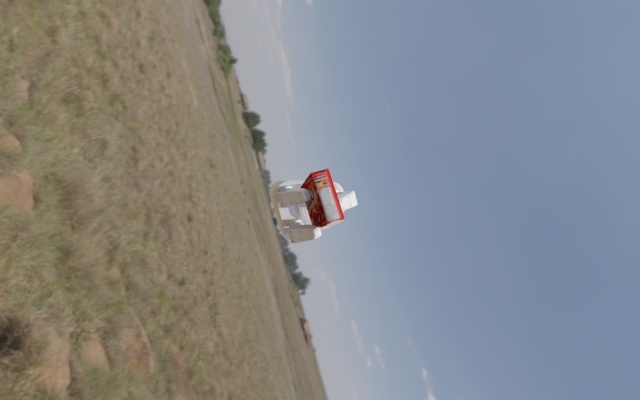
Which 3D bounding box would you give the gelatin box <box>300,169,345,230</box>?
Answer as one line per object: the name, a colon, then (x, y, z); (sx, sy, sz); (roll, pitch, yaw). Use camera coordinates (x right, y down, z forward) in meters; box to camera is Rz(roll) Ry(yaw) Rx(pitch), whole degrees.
gelatin box: (0.001, 0.002, 0.671); (0.030, 0.073, 0.089); (-16, -7, -15)
